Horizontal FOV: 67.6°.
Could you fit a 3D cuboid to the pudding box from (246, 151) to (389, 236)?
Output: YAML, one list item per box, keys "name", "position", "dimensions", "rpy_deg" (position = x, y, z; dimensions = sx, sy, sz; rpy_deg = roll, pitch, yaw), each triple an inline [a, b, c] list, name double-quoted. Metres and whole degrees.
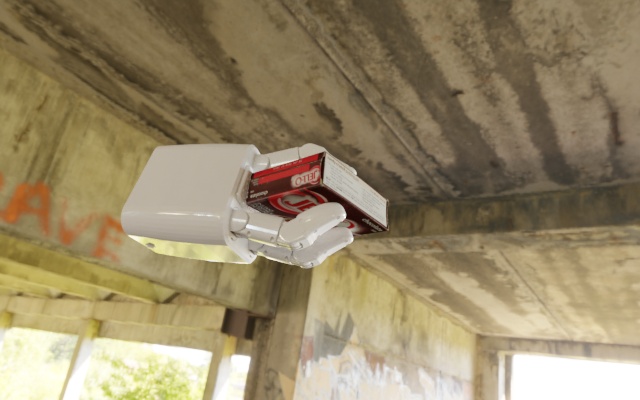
- name: "pudding box"
  position: [0.000, 0.001, 0.458]
  dimensions: [0.090, 0.039, 0.113]
  rpy_deg: [-12, -28, 36]
